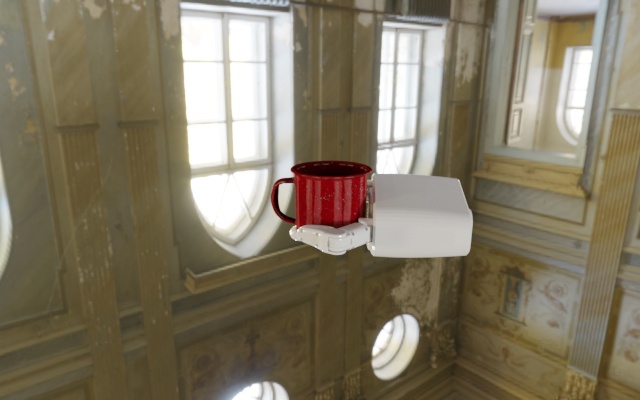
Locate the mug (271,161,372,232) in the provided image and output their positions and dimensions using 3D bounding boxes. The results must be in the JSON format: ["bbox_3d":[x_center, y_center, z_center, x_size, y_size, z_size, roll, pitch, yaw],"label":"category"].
[{"bbox_3d":[-0.001,0.002,0.554,0.117,0.081,0.093,1,16,4],"label":"mug"}]
